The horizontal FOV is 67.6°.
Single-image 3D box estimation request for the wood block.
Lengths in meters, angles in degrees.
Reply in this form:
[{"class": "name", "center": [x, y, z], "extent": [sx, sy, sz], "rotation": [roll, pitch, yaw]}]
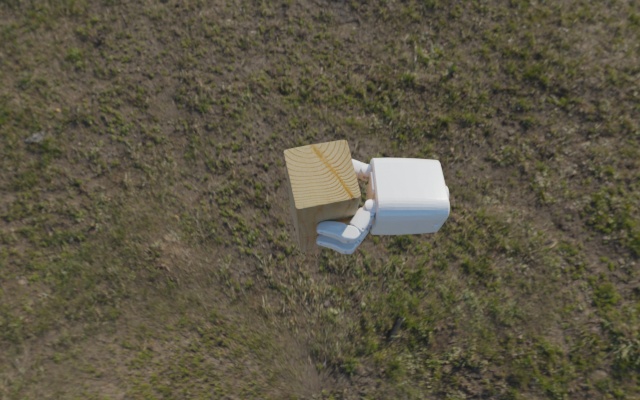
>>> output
[{"class": "wood block", "center": [0.000, 0.002, 0.728], "extent": [0.090, 0.090, 0.206], "rotation": [-11, -22, -5]}]
